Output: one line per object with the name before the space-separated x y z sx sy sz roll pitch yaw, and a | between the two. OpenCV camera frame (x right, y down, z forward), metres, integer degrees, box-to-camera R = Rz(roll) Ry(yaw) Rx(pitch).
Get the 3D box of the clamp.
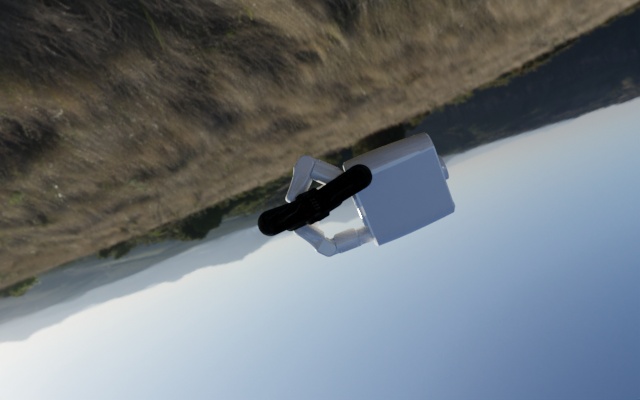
clamp | 0.000 0.002 0.524 0.120 0.039 0.171 -22 -1 3
